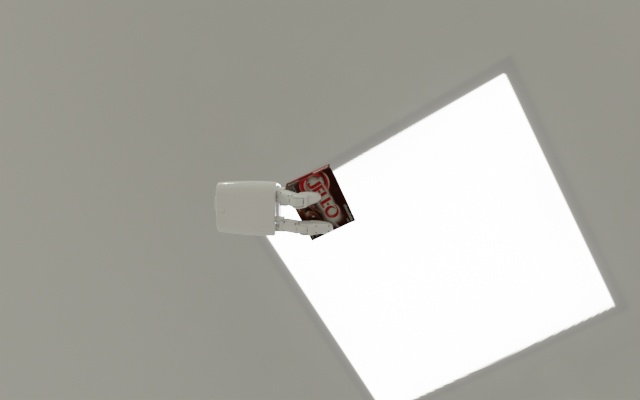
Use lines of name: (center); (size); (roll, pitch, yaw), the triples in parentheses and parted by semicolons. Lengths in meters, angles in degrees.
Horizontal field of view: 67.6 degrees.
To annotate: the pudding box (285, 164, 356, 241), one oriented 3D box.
pudding box: (0.000, 0.003, 0.866); (0.090, 0.113, 0.039); (-25, 15, 7)
